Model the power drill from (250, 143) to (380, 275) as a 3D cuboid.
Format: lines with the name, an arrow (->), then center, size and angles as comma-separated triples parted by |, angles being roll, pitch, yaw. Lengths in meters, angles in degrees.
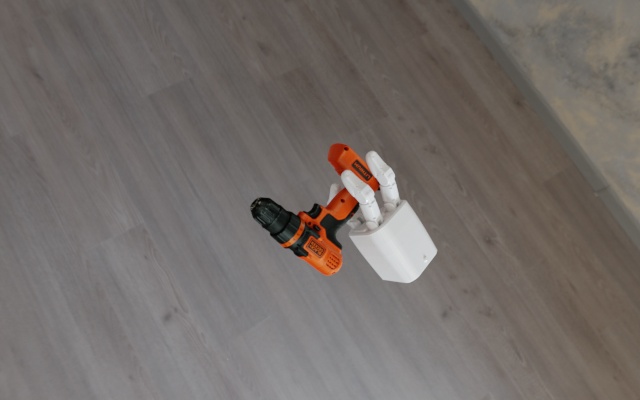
power drill -> 0.001, 0.002, 0.765 | 0.184, 0.187, 0.057 | 42, -13, -29
